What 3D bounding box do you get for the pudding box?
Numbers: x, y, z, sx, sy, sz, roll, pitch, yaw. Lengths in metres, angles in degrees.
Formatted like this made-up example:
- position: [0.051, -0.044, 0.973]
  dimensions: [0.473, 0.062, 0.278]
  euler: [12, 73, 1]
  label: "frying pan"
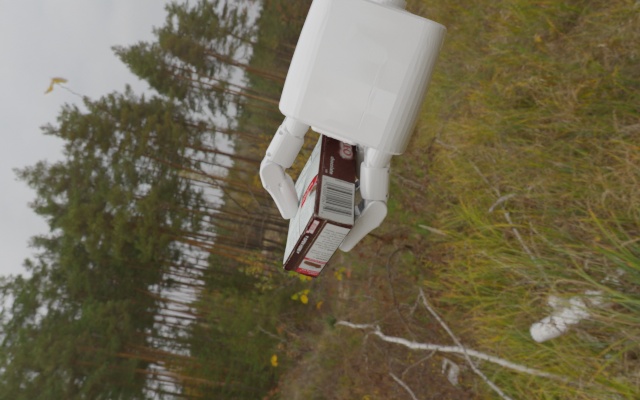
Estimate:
- position: [0.000, 0.001, 0.450]
  dimensions: [0.039, 0.113, 0.090]
  euler: [18, -43, -11]
  label: "pudding box"
